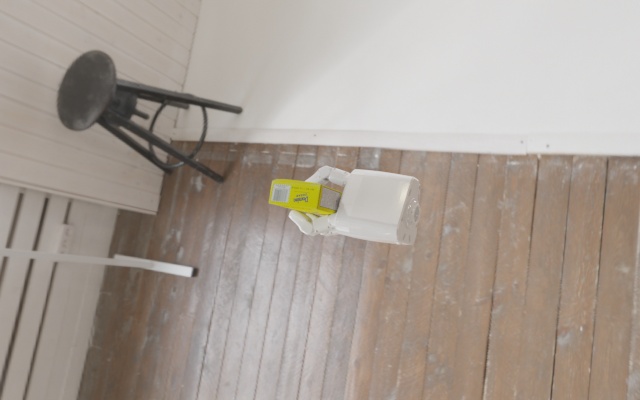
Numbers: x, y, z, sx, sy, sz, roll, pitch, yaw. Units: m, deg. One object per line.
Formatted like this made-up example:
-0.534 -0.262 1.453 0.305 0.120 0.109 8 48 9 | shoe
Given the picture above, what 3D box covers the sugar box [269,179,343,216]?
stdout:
0.000 0.003 0.812 0.093 0.048 0.176 7 -7 30 | sugar box
